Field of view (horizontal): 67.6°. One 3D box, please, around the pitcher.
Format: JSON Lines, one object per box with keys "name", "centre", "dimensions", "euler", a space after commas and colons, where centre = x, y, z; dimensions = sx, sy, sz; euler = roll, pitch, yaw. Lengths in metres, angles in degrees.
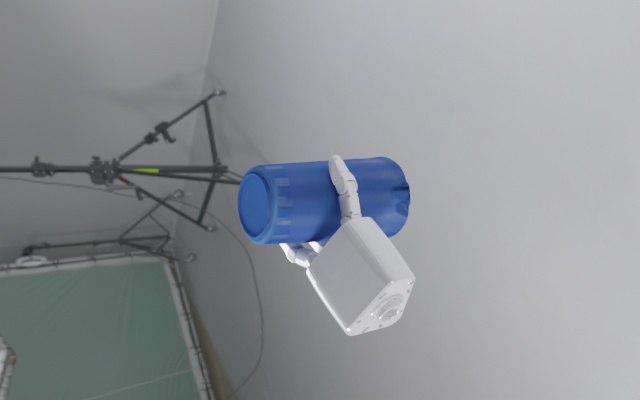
{"name": "pitcher", "centre": [0.000, 0.002, 0.718], "dimensions": [0.243, 0.149, 0.145], "euler": [-3, 44, -36]}
